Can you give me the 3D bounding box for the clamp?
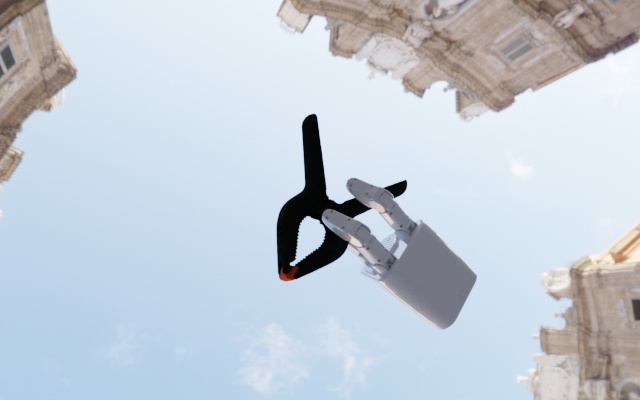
[{"bbox_3d":[0.000,0.003,0.594,0.164,0.210,0.036,40,-24,-7],"label":"clamp"}]
